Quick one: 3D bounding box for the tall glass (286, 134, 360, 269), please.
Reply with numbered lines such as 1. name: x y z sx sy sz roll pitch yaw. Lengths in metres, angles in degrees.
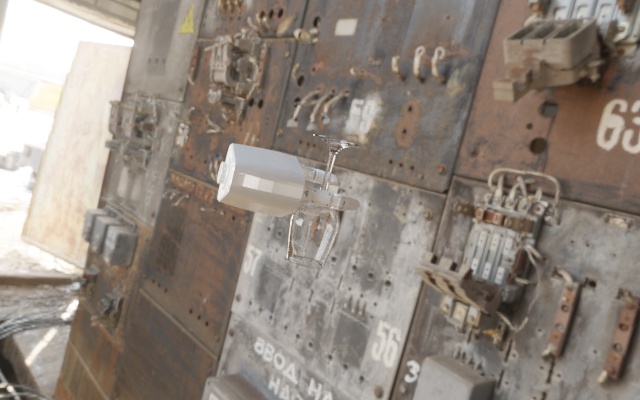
1. tall glass: 0.000 0.002 0.749 0.079 0.201 0.079 14 4 -1
